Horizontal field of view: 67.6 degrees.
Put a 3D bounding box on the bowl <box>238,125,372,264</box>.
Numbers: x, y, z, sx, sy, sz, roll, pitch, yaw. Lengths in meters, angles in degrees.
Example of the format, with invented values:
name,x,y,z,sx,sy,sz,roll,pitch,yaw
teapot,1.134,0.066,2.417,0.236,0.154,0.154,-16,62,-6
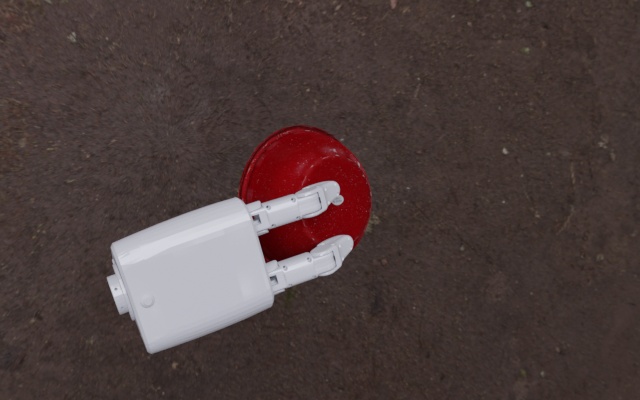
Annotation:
name,x,y,z,sx,sy,sz,roll,pitch,yaw
bowl,0.001,0.001,0.487,0.162,0.162,0.055,0,1,-38
